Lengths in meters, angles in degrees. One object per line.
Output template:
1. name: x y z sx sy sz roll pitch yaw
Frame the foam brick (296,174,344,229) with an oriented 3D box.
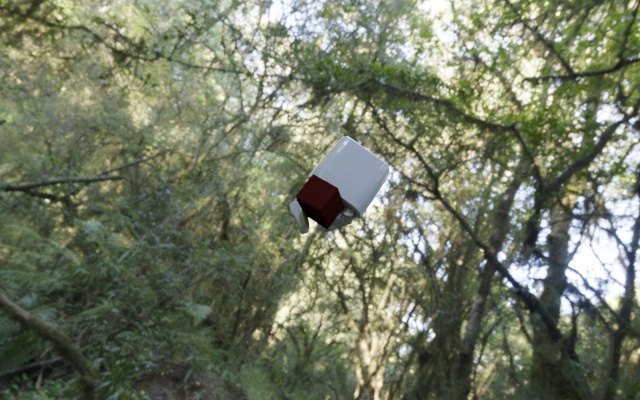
1. foam brick: 0.000 0.003 0.801 0.053 0.051 0.078 32 -16 22
